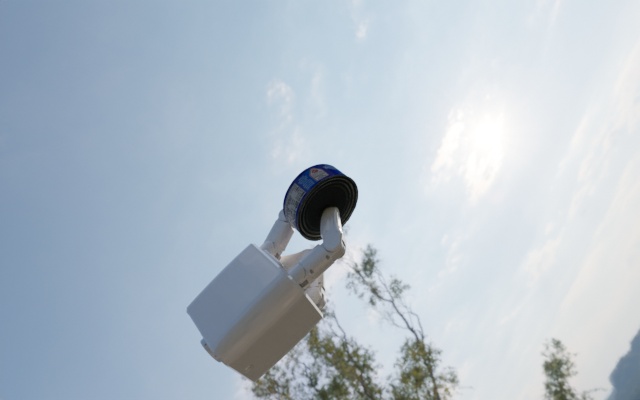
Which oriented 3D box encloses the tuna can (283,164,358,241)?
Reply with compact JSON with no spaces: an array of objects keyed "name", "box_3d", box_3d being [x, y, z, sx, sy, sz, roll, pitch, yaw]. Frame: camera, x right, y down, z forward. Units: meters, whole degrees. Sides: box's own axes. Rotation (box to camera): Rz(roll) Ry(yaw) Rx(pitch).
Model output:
[{"name":"tuna can","box_3d":[0.000,0.001,0.547,0.086,0.086,0.033,0,30,-43]}]
